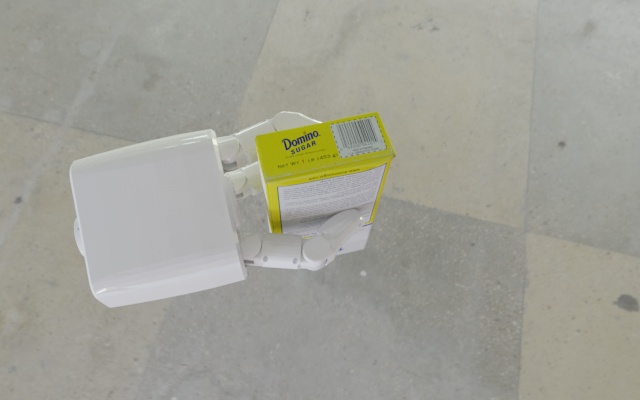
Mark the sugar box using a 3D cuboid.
[{"bbox_3d":[0.000,0.001,0.403,0.093,0.048,0.176,-12,-23,-9],"label":"sugar box"}]
